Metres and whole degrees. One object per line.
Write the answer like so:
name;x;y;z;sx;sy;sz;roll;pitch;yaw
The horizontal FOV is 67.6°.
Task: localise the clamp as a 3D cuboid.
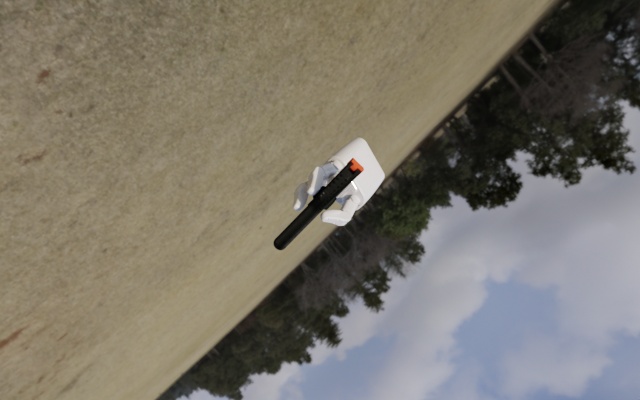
clamp;0.001;0.003;0.859;0.210;0.036;0.164;-44;3;44
